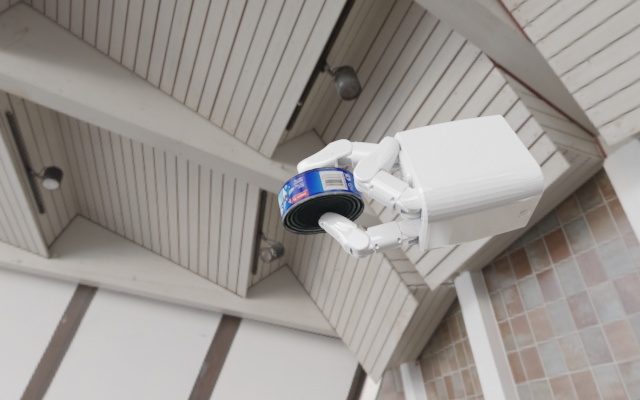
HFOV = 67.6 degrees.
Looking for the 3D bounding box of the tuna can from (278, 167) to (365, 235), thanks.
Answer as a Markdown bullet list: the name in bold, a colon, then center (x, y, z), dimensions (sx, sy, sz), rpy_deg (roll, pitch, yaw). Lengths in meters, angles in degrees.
- **tuna can**: center (0.000, 0.001, 0.493), dimensions (0.086, 0.033, 0.086), rpy_deg (-11, -28, -6)
